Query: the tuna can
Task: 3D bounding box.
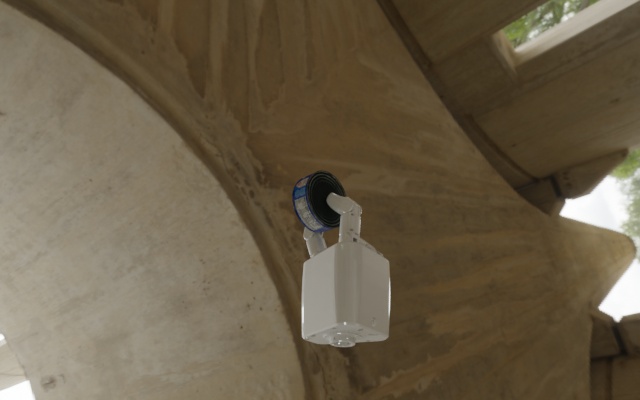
[{"bbox_3d":[0.000,0.002,0.688,0.034,0.086,0.086,-20,-13,39],"label":"tuna can"}]
